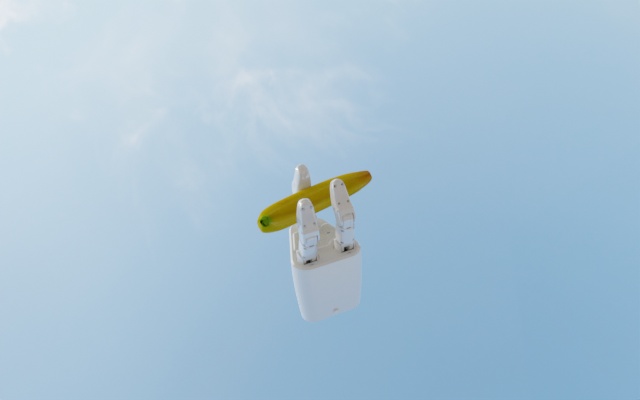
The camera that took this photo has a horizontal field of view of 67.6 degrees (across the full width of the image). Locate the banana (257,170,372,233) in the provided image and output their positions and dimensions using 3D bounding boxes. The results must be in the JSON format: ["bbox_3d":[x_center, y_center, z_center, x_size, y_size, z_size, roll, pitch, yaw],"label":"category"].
[{"bbox_3d":[-0.014,0.004,0.642,0.197,0.037,0.069,-27,14,-37],"label":"banana"}]
